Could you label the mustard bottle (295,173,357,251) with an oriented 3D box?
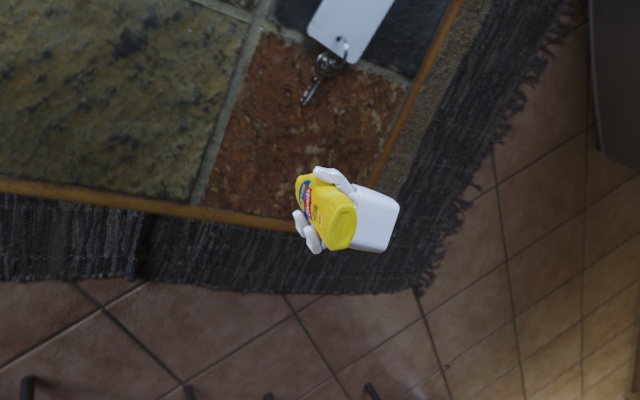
[{"bbox_3d":[0.000,0.003,0.879,0.058,0.096,0.191,-9,32,-22],"label":"mustard bottle"}]
